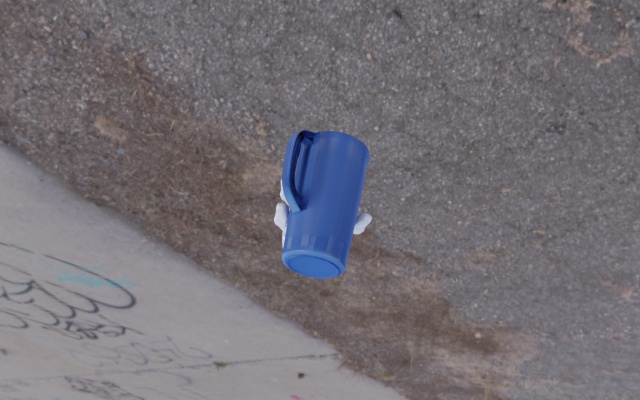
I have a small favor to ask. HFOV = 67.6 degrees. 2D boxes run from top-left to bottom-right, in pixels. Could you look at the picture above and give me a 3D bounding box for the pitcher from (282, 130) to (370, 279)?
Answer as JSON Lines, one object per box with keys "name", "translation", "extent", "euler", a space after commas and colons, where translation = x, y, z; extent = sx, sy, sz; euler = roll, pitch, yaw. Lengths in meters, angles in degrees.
{"name": "pitcher", "translation": [0.000, 0.003, 0.838], "extent": [0.149, 0.242, 0.145], "euler": [11, -30, 1]}
